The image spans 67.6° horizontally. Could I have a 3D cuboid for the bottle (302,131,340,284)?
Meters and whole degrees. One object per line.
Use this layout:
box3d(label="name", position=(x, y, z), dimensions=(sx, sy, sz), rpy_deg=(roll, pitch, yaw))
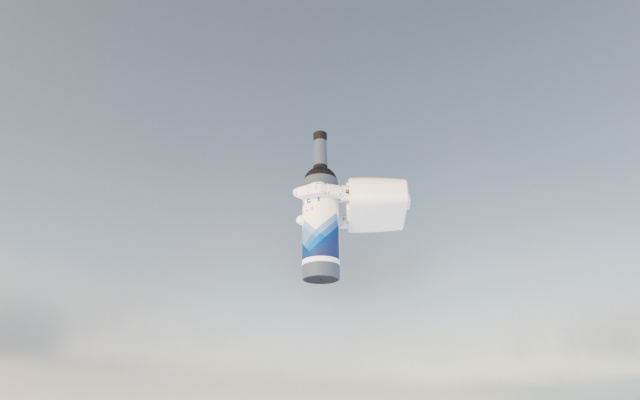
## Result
box3d(label="bottle", position=(0.000, 0.003, 0.888), dimensions=(0.069, 0.295, 0.069), rpy_deg=(0, -23, 0))
